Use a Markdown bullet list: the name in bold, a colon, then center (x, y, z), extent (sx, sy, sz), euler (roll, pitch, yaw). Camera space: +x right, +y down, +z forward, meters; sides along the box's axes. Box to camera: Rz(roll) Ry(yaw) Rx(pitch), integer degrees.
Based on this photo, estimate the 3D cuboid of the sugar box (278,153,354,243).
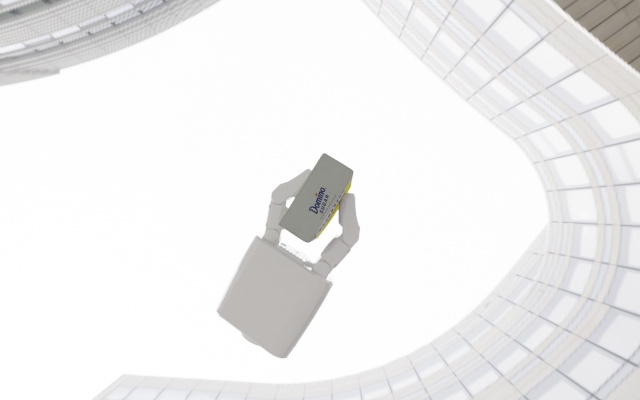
- **sugar box**: center (0.000, 0.002, 0.581), extent (0.048, 0.093, 0.176), euler (32, 0, 1)
